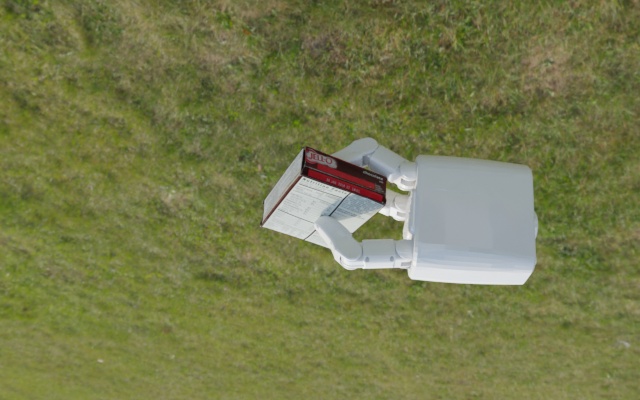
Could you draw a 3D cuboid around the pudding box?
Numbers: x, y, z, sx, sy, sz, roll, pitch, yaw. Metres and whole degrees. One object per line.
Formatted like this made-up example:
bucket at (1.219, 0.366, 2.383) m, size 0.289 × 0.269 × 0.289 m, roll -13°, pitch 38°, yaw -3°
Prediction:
pudding box at (0.000, 0.002, 0.478) m, size 0.090 × 0.039 × 0.113 m, roll 20°, pitch -37°, yaw -18°
